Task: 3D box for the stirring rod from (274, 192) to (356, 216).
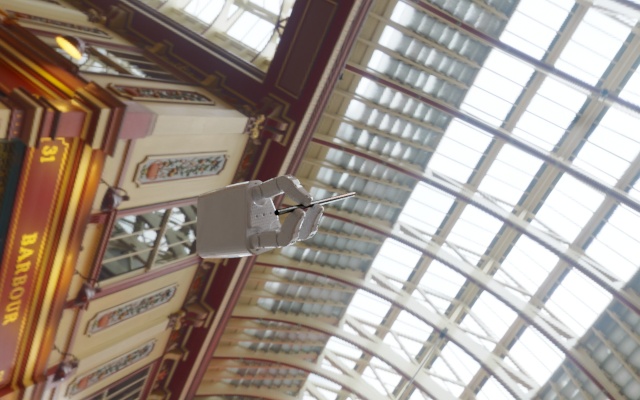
[{"bbox_3d":[0.000,0.002,0.734,0.011,0.011,0.239,0,7,29],"label":"stirring rod"}]
